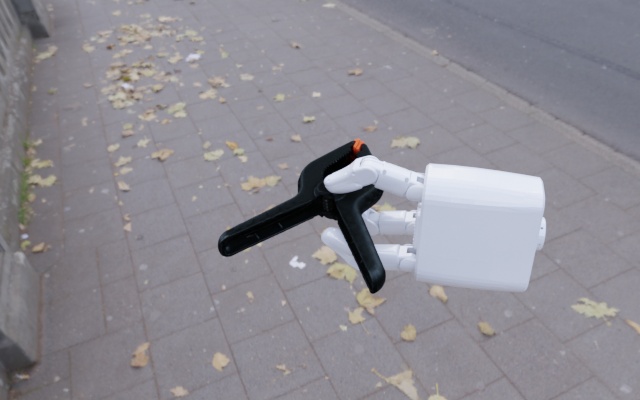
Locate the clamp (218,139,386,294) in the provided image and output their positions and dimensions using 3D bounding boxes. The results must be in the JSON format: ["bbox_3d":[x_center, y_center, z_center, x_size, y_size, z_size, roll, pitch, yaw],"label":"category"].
[{"bbox_3d":[0.000,0.001,0.500,0.164,0.036,0.209,7,41,13],"label":"clamp"}]
